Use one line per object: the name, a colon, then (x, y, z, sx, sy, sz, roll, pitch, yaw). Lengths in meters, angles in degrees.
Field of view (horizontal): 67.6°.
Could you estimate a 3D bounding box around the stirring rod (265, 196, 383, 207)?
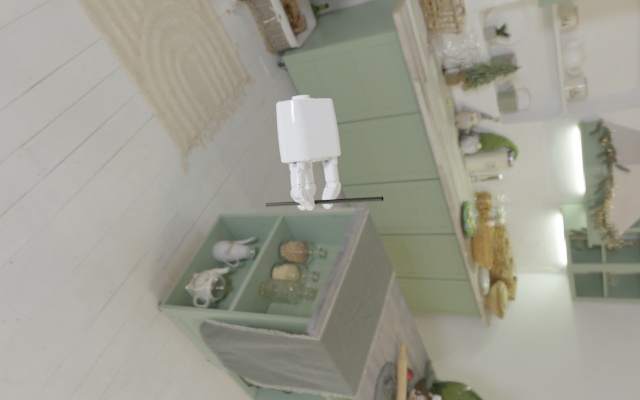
stirring rod: (0.000, 0.003, 0.862, 0.239, 0.011, 0.011, -3, -2, 30)
